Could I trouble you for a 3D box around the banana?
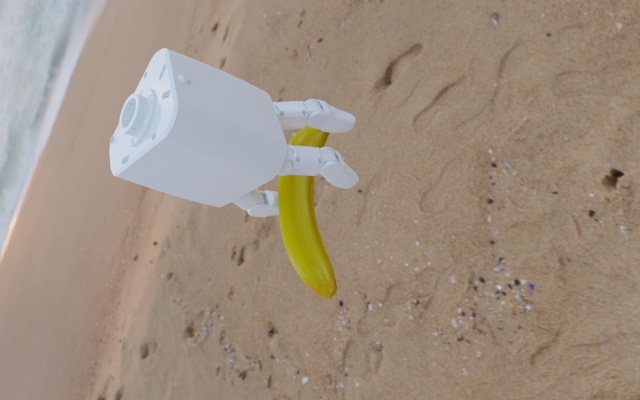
[{"bbox_3d":[-0.014,0.002,0.489,0.069,0.197,0.037,-14,-24,39],"label":"banana"}]
